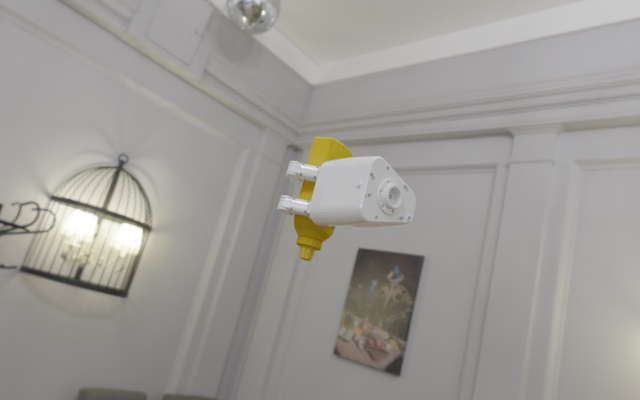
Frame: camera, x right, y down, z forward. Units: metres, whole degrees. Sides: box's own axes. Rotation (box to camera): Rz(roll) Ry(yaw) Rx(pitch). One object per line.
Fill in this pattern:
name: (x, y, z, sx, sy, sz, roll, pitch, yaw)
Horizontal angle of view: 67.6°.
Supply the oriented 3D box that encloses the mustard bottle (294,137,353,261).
mustard bottle: (0.000, 0.002, 0.765, 0.058, 0.191, 0.096, 7, -16, 26)
